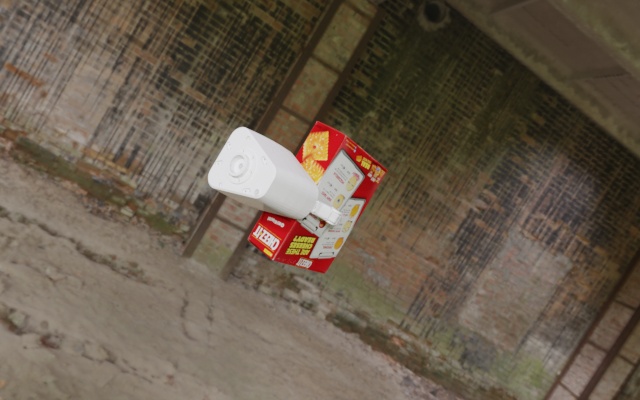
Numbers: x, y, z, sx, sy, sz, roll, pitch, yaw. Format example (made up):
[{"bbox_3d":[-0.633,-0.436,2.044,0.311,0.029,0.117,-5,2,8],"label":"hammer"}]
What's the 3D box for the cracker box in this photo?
[{"bbox_3d":[0.000,0.002,0.777,0.072,0.214,0.164,33,3,34],"label":"cracker box"}]
